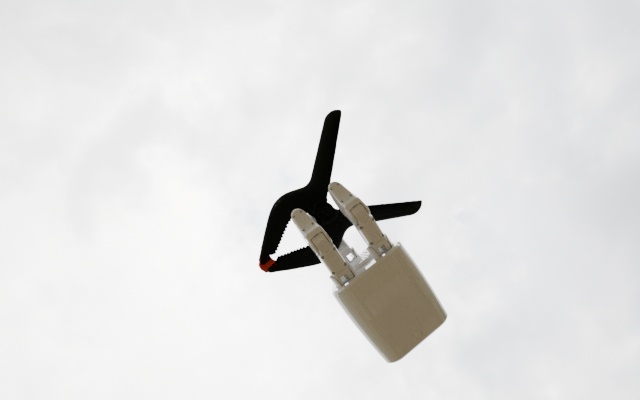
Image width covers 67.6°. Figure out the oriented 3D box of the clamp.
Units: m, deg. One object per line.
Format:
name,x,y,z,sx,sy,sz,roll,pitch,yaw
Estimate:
clamp,0.000,0.002,0.578,0.210,0.164,0.036,-36,2,-11
